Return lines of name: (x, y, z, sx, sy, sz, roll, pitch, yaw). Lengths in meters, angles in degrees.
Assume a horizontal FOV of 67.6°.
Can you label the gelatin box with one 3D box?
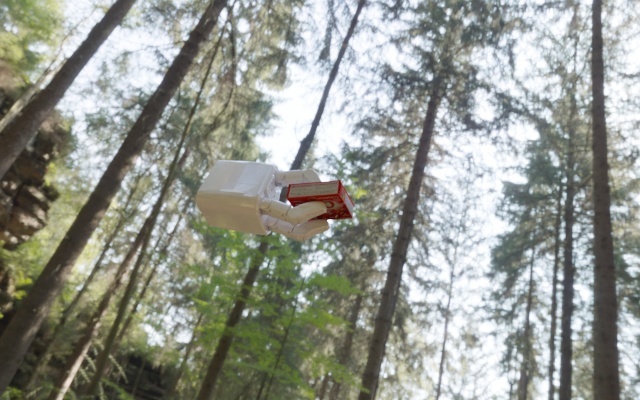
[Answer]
gelatin box: (0.001, 0.002, 0.753, 0.089, 0.030, 0.073, -5, -34, 20)
